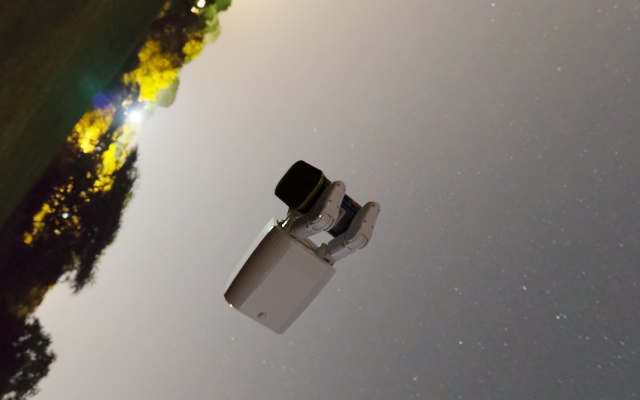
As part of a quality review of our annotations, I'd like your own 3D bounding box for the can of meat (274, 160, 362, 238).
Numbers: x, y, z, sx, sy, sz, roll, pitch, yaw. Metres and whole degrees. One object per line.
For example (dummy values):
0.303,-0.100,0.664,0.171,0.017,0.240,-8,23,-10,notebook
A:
0.000,0.002,0.598,0.084,0.057,0.102,38,-2,-26,can of meat
